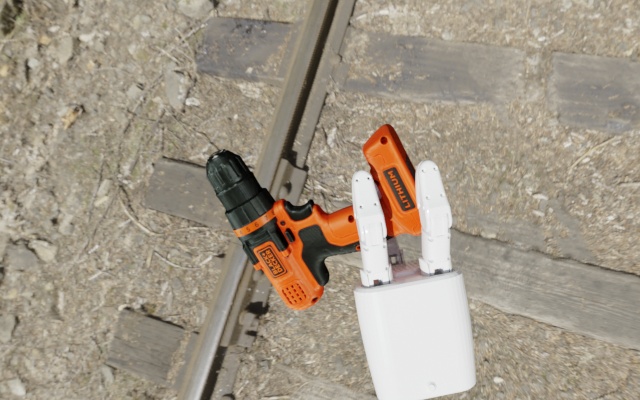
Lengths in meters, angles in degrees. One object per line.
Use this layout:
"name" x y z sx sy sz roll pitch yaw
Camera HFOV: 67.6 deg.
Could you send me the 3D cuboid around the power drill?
"power drill" 0.001 0.002 0.464 0.188 0.184 0.057 -26 14 20
